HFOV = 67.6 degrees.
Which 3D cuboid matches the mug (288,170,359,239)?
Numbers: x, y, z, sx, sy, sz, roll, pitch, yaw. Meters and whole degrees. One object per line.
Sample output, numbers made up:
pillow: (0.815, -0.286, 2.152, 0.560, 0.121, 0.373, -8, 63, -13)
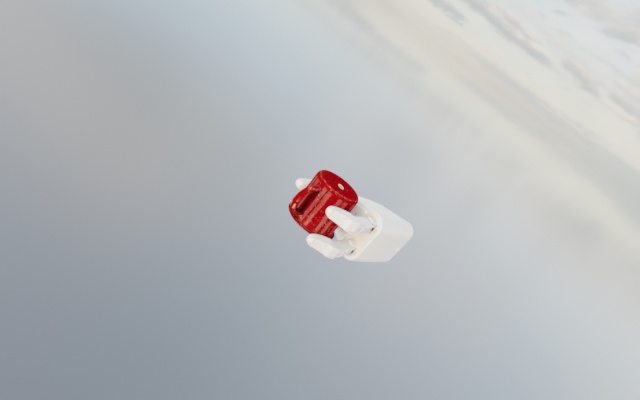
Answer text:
mug: (-0.001, 0.002, 0.770, 0.117, 0.081, 0.093, 13, 32, -48)
